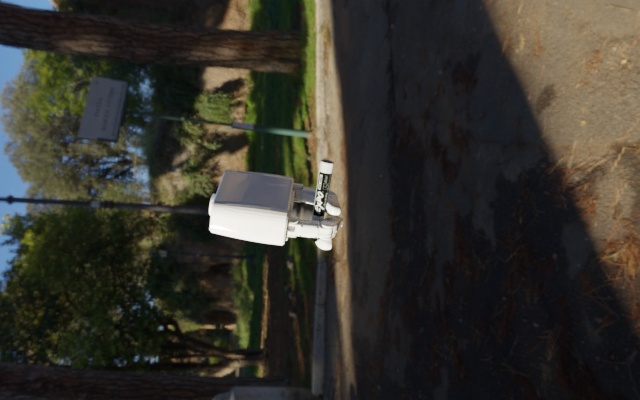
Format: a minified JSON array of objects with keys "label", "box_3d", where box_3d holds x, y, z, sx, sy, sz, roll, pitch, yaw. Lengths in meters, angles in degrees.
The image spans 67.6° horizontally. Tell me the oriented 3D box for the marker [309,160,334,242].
[{"label":"marker","box_3d":[0.000,0.002,0.680,0.020,0.121,0.020,9,19,-3]}]
